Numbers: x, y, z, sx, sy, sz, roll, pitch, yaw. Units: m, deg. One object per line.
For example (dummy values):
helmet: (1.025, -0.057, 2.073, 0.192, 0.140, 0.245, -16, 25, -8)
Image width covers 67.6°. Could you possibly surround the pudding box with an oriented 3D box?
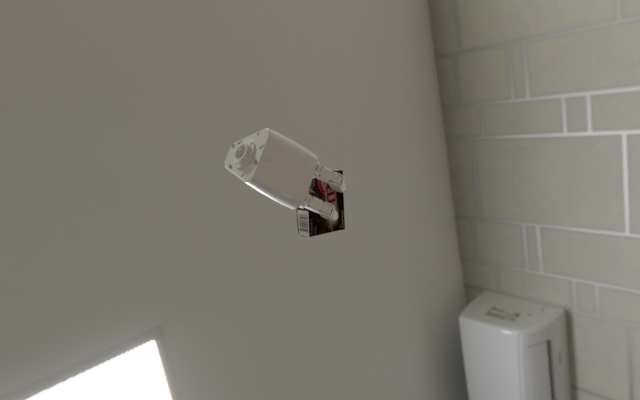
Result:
pudding box: (0.000, 0.003, 0.858, 0.090, 0.113, 0.039, -9, 11, -42)
